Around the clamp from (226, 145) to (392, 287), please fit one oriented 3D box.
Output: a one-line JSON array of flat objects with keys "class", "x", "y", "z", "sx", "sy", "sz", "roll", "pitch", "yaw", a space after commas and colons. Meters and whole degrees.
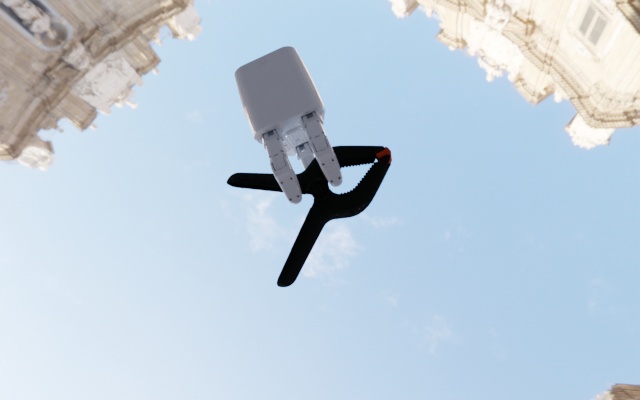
[{"class": "clamp", "x": 0.001, "y": 0.002, "z": 0.600, "sx": 0.210, "sy": 0.164, "sz": 0.036, "roll": -23, "pitch": -16, "yaw": 4}]
